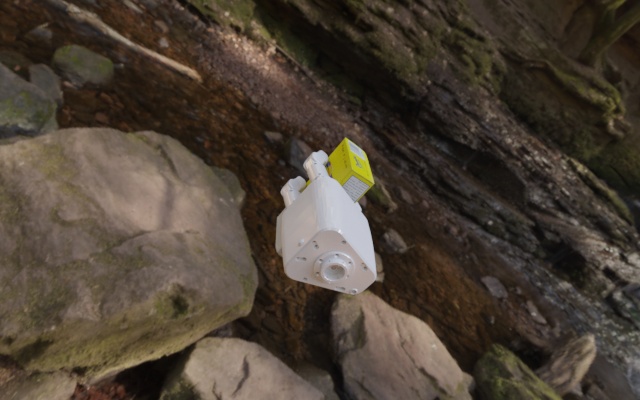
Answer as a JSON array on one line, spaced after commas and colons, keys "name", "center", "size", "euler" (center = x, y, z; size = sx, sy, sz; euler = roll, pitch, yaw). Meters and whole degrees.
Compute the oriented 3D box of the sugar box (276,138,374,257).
[{"name": "sugar box", "center": [0.000, 0.002, 0.691], "size": [0.048, 0.176, 0.093], "euler": [33, 26, -23]}]
